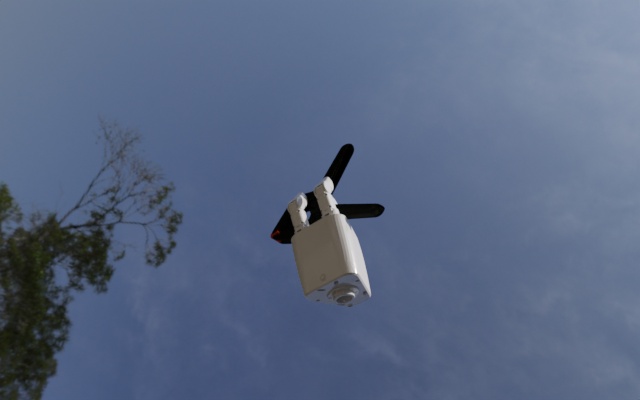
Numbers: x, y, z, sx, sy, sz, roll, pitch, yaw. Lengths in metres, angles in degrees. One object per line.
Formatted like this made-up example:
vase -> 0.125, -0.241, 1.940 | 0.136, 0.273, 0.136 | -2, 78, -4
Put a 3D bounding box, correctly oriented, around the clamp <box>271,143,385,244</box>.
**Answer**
clamp -> 0.000, 0.003, 0.822 | 0.210, 0.164, 0.036 | -30, -42, 21
